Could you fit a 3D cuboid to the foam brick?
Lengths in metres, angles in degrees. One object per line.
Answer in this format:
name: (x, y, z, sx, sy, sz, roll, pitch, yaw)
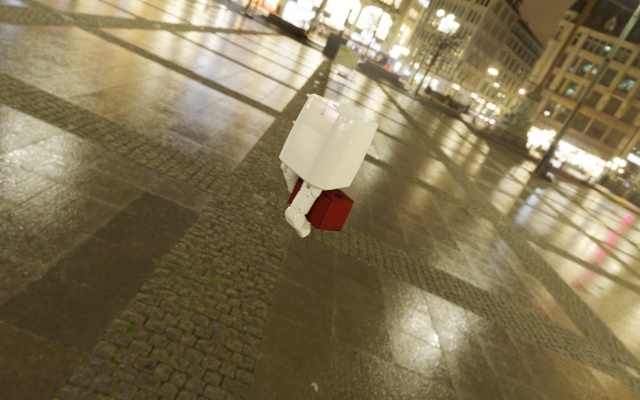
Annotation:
foam brick: (0.000, 0.003, 0.703, 0.053, 0.051, 0.078, 6, 27, -49)
